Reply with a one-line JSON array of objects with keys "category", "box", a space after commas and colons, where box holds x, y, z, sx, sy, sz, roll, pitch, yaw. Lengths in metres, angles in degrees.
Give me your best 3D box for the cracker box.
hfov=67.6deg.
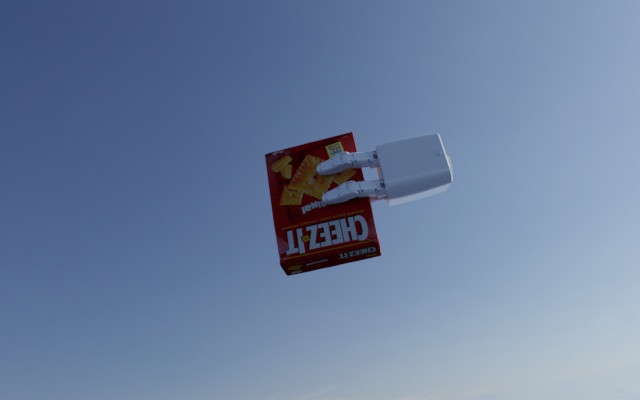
[{"category": "cracker box", "box": [0.000, 0.003, 0.813, 0.164, 0.213, 0.072, -13, -27, 5]}]
